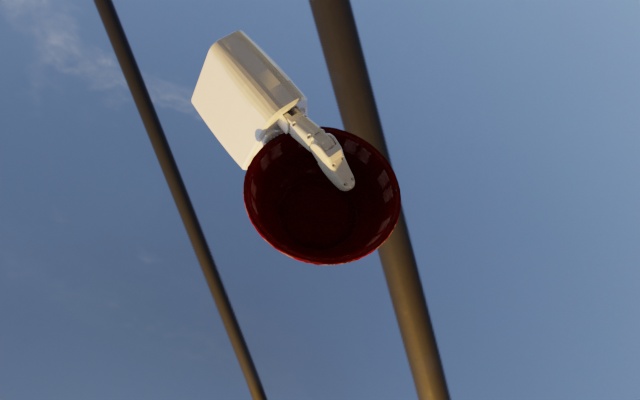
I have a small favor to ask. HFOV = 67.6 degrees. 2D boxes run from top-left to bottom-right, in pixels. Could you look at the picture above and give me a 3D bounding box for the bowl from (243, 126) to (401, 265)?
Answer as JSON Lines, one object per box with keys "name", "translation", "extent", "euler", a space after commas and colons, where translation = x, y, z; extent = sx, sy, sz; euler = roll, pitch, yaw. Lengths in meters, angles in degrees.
{"name": "bowl", "translation": [0.001, 0.003, 0.506], "extent": [0.162, 0.162, 0.055], "euler": [0, -29, -8]}
